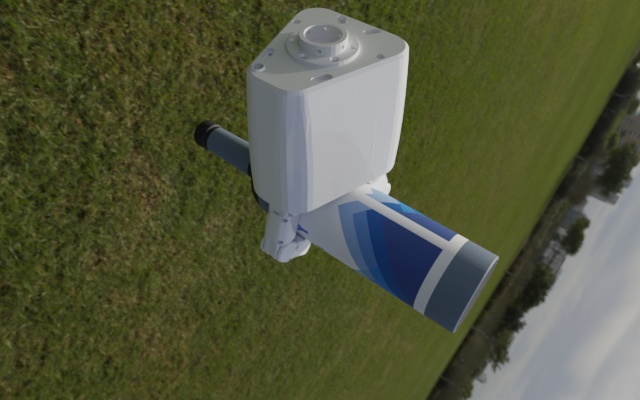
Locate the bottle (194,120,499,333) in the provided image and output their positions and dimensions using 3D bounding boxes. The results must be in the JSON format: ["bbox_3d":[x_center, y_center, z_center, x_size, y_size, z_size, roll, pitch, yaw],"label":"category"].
[{"bbox_3d":[0.000,0.002,0.413,0.295,0.069,0.069,31,14,24],"label":"bottle"}]
